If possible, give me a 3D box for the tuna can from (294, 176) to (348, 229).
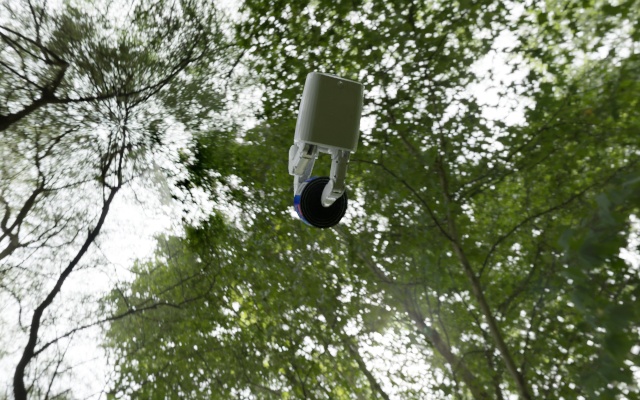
[{"bbox_3d":[0.000,0.003,0.789,0.086,0.086,0.034,0,3,-24],"label":"tuna can"}]
